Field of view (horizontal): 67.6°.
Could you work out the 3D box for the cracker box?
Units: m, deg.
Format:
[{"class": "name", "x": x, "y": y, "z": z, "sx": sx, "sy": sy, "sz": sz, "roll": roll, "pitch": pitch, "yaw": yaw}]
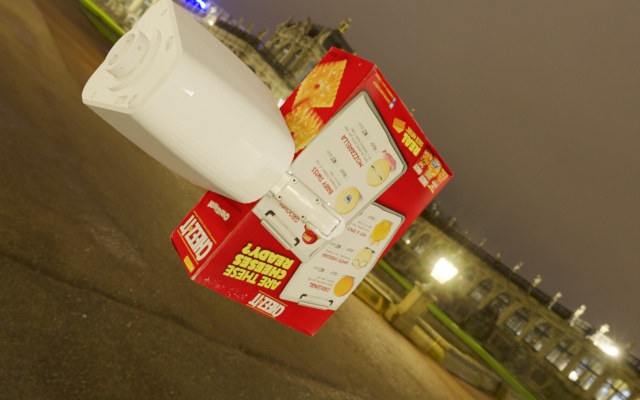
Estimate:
[{"class": "cracker box", "x": 0.000, "y": 0.001, "z": 0.432, "sx": 0.164, "sy": 0.213, "sz": 0.072, "roll": 40, "pitch": 2, "yaw": -43}]
